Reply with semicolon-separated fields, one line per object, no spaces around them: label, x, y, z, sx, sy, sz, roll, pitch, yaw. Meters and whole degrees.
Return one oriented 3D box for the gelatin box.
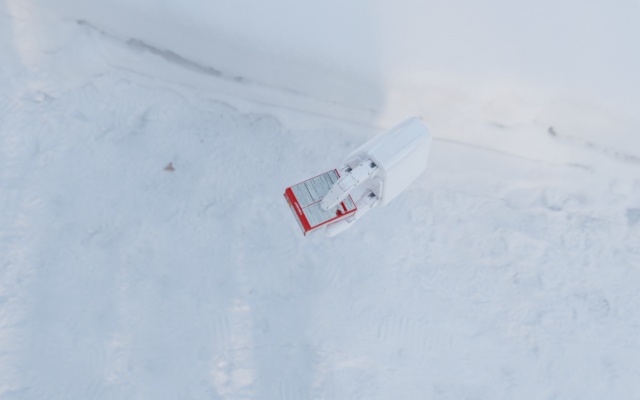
gelatin box;0.000;0.002;0.713;0.089;0.073;0.030;-23;-15;-20
